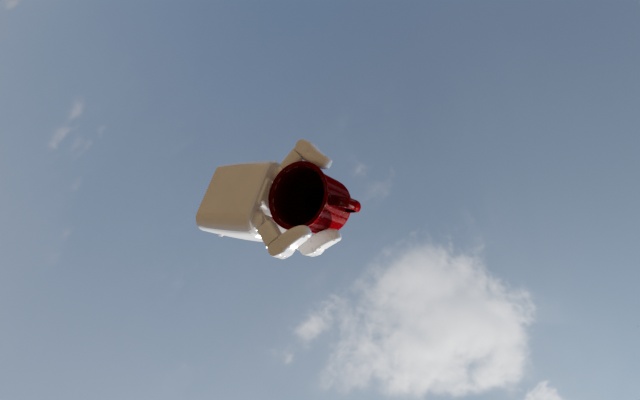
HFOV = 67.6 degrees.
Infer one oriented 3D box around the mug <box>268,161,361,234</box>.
[{"bbox_3d":[0.001,0.002,0.644,0.117,0.093,0.081,2,-11,33],"label":"mug"}]
